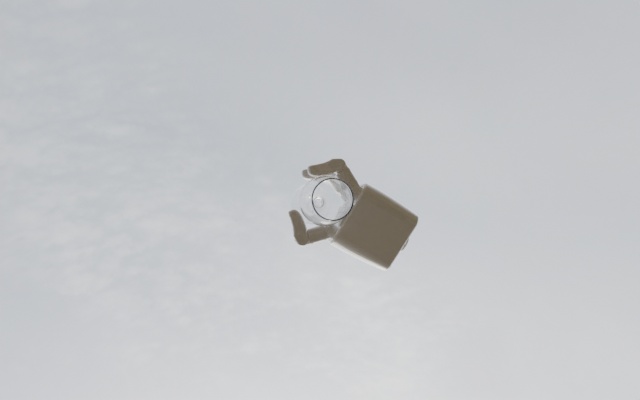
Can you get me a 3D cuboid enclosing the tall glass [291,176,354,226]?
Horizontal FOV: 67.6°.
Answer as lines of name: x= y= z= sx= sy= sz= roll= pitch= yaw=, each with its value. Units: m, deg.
tall glass: x=0.000 y=0.003 z=0.776 sx=0.079 sy=0.079 sz=0.201 roll=0 pitch=-2 yaw=-10
